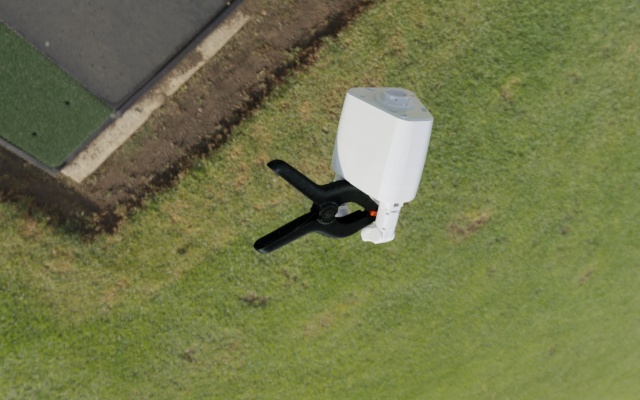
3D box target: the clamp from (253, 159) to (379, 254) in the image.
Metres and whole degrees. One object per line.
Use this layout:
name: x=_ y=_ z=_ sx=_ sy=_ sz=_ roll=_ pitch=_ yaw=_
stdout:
clamp: x=0.000 y=0.002 z=0.596 sx=0.171 sy=0.120 sz=0.039 roll=-8 pitch=33 yaw=-24
